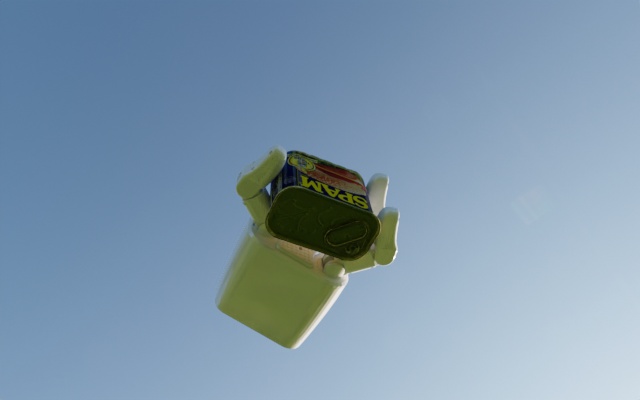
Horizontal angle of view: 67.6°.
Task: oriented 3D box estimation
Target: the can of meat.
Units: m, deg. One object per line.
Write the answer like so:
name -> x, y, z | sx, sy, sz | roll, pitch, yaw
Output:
can of meat -> 0.000, 0.001, 0.460 | 0.102, 0.057, 0.084 | 20, 28, -16
